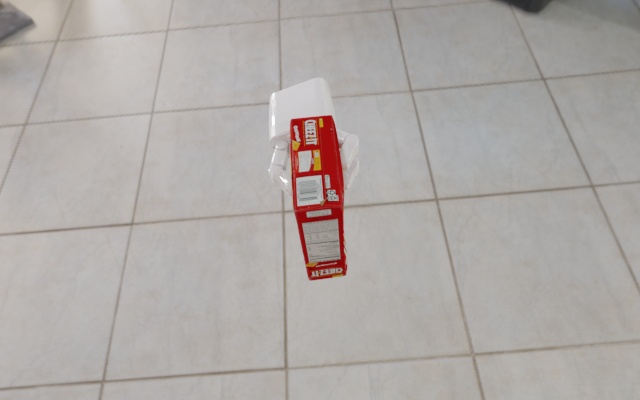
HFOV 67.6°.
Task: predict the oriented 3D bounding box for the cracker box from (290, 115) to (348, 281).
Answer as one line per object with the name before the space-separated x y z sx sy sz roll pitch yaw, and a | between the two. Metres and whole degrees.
cracker box | 0.000 0.002 0.735 0.072 0.164 0.214 -6 -34 1
